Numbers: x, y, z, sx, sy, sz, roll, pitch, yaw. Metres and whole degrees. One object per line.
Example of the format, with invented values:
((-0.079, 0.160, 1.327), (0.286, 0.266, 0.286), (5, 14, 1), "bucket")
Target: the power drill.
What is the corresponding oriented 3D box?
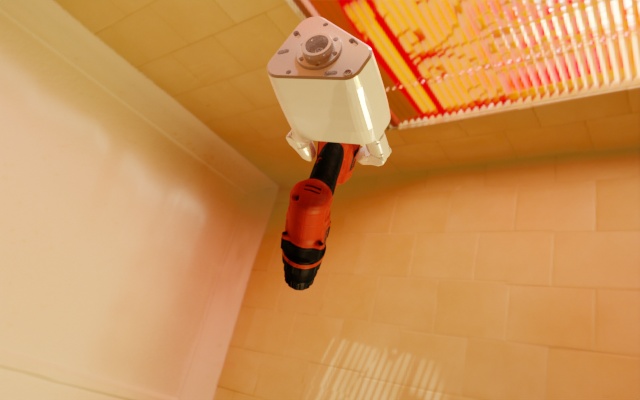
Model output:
((0.000, 0.001, 0.605), (0.057, 0.187, 0.185), (16, -42, 3), "power drill")
